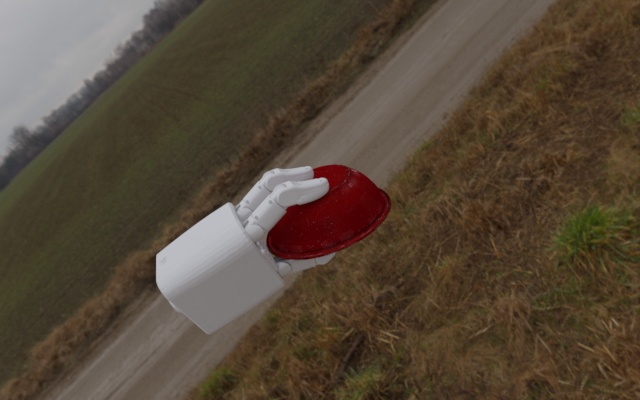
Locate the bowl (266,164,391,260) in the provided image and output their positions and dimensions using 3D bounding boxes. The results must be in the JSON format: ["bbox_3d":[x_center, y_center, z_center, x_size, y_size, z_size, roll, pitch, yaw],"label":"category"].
[{"bbox_3d":[0.001,0.001,0.574,0.162,0.055,0.162,-18,24,8],"label":"bowl"}]
